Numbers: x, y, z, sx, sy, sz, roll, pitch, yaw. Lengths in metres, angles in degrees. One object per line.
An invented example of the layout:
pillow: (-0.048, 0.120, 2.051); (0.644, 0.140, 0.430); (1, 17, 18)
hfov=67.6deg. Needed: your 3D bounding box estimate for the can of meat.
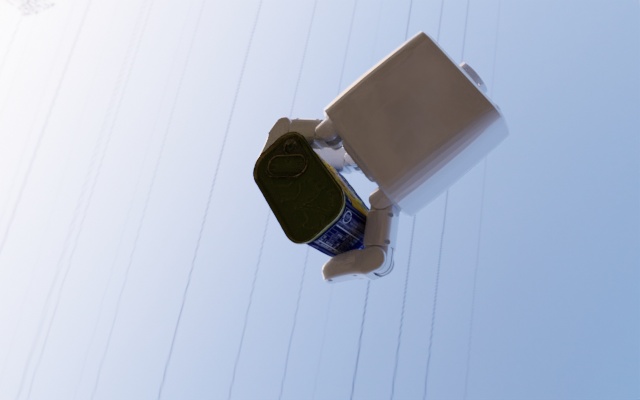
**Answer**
can of meat: (0.000, 0.002, 0.414); (0.057, 0.102, 0.084); (-42, -36, 10)
